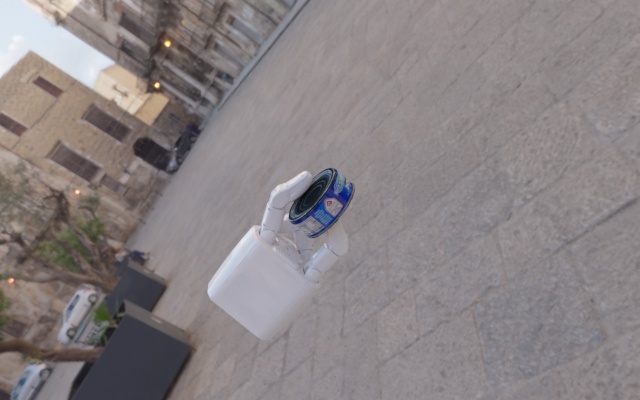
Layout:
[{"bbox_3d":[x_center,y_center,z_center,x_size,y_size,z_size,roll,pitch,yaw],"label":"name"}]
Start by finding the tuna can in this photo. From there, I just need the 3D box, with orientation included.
[{"bbox_3d":[0.000,0.001,0.579,0.034,0.086,0.086,40,-15,-18],"label":"tuna can"}]
